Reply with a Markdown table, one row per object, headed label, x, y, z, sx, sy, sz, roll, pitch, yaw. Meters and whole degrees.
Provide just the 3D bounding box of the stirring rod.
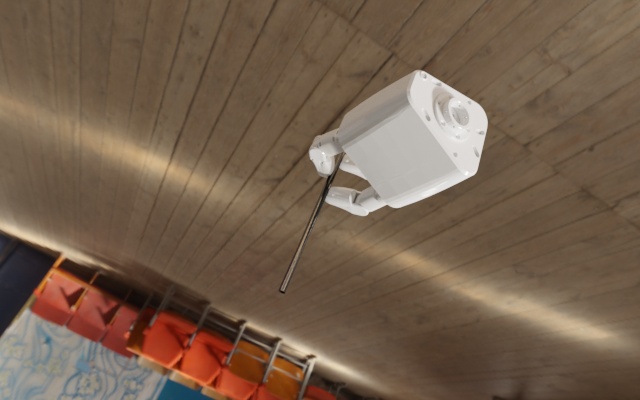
| label | x | y | z | sx | sy | sz | roll | pitch | yaw |
| --- | --- | --- | --- | --- | --- | --- | --- | --- | --- |
| stirring rod | 0.000 | 0.002 | 0.566 | 0.011 | 0.239 | 0.011 | 17 | -31 | 11 |
